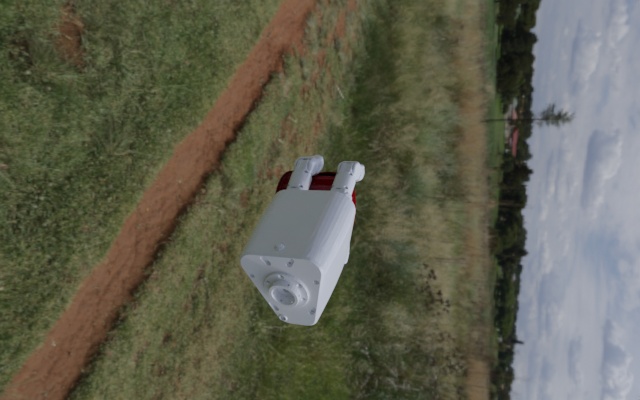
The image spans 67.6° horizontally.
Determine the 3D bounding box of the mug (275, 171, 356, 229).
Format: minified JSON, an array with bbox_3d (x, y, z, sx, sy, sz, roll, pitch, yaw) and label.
[{"bbox_3d":[0.001,0.001,0.622,0.081,0.093,0.117,3,38,21],"label":"mug"}]
